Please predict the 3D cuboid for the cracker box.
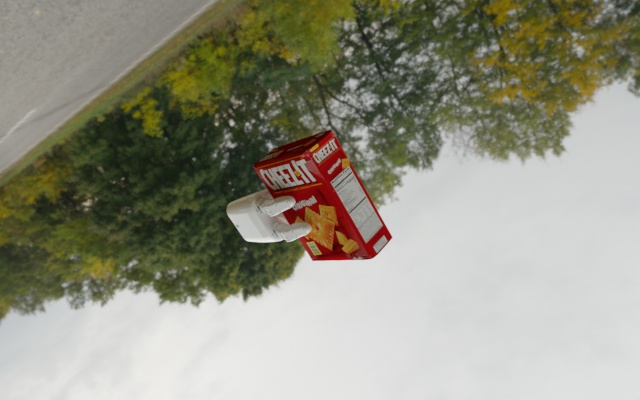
[{"bbox_3d":[0.000,0.003,0.812,0.164,0.214,0.072,-9,28,51],"label":"cracker box"}]
